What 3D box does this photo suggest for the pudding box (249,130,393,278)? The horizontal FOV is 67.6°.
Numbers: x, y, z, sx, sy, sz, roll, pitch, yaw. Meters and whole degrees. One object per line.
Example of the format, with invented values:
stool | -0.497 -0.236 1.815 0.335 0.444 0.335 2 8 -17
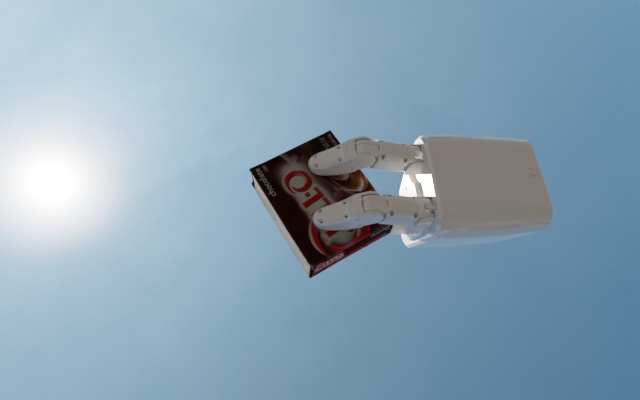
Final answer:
pudding box | 0.000 0.002 0.442 0.090 0.113 0.039 -28 -23 -18
